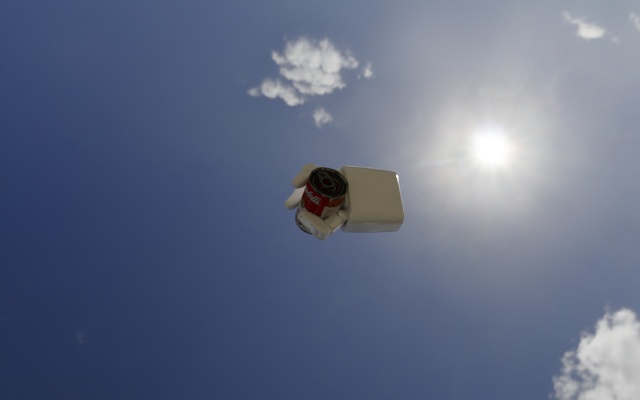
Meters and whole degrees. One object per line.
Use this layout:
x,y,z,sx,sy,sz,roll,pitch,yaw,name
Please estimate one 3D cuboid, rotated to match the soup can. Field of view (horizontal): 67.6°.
0.000,0.003,0.812,0.068,0.068,0.102,0,-41,-22,soup can
